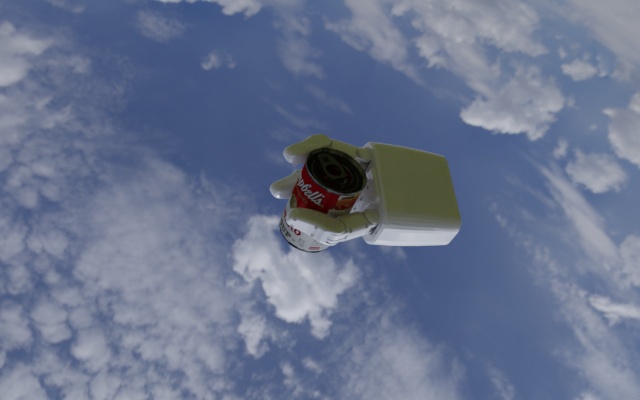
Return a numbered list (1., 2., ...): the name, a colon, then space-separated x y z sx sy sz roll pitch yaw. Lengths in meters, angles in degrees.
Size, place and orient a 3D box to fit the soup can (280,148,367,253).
1. soup can: 0.000 0.002 0.528 0.068 0.068 0.102 0 -42 -27
